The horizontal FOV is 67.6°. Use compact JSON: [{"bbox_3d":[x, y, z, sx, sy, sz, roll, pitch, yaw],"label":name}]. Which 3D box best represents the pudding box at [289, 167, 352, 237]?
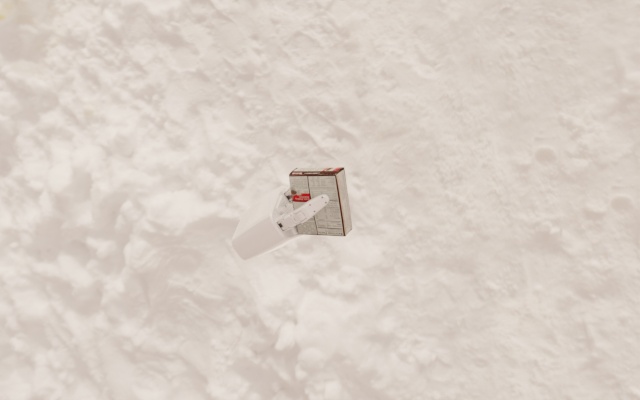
[{"bbox_3d":[0.000,0.003,0.793,0.090,0.113,0.039,1,23,24],"label":"pudding box"}]
